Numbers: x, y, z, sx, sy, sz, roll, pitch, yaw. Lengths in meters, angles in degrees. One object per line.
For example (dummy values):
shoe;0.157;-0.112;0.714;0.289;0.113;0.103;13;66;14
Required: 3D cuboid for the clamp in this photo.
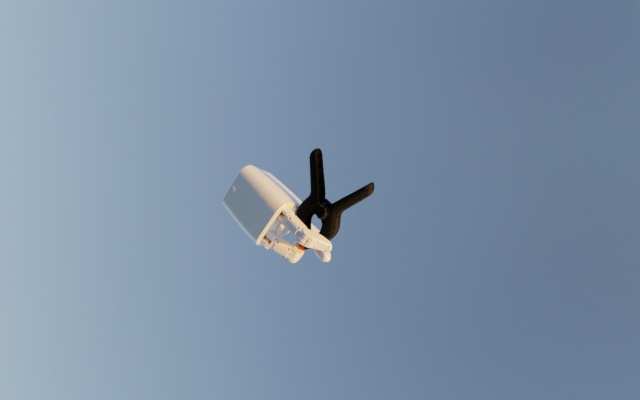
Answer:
clamp;0.000;0.003;0.788;0.120;0.171;0.039;45;25;20
